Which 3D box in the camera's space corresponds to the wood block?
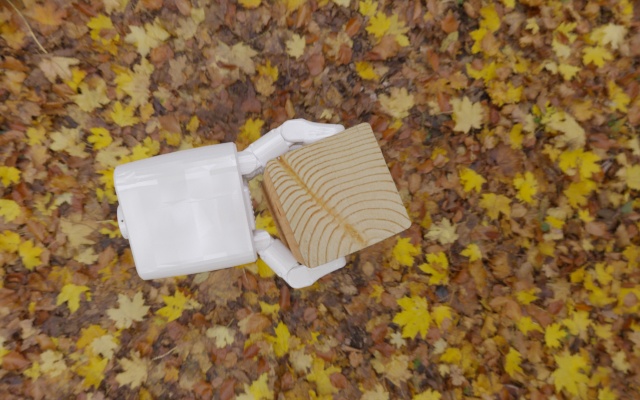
[{"bbox_3d":[0.000,0.002,0.463,0.090,0.091,0.206,-22,0,-9],"label":"wood block"}]
